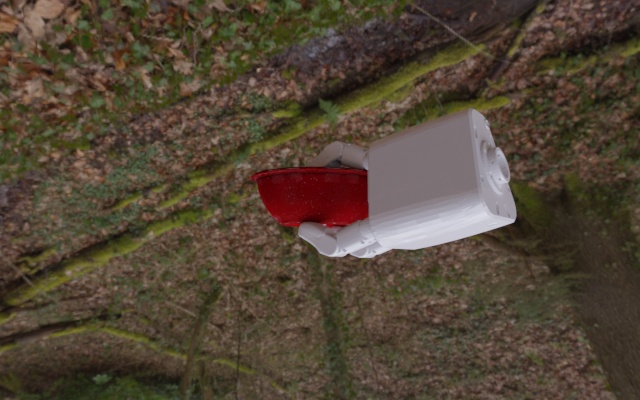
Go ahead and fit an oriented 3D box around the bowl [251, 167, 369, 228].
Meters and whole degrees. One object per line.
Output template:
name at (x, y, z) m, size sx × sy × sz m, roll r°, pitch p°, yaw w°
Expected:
bowl at (-0.001, 0.002, 0.550) m, size 0.162 × 0.055 × 0.162 m, roll 1°, pitch -6°, yaw 0°
